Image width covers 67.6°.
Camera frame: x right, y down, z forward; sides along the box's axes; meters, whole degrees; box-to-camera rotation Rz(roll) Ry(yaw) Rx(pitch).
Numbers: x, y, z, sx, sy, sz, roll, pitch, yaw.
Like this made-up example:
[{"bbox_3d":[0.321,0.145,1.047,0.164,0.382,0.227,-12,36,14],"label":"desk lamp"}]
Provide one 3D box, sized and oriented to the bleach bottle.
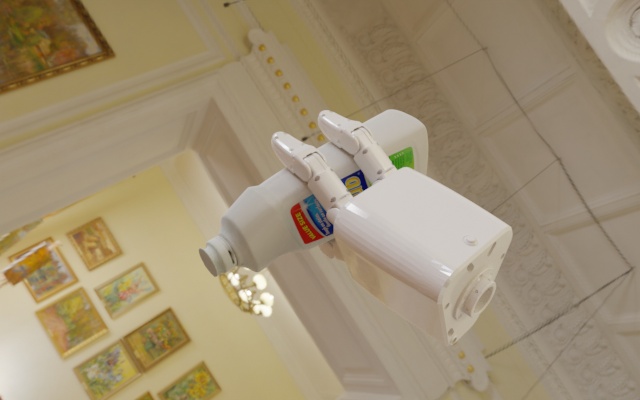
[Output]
[{"bbox_3d":[0.000,0.001,0.463,0.250,0.103,0.068,-31,47,-29],"label":"bleach bottle"}]
